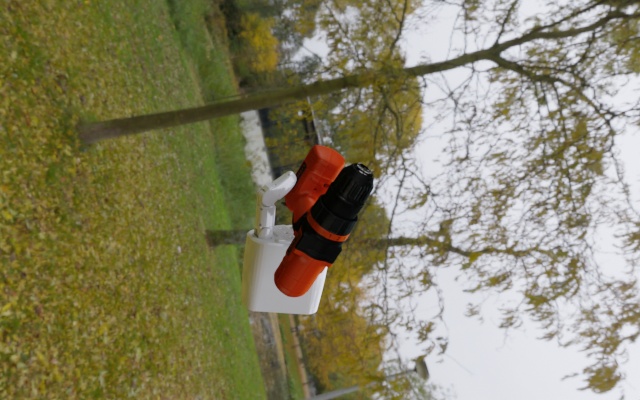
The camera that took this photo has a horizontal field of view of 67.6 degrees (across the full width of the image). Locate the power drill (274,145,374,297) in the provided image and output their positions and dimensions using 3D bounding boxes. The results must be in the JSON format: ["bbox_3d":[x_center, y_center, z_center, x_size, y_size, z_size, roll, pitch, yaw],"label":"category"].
[{"bbox_3d":[0.000,0.002,0.595,0.057,0.184,0.187,27,26,-14],"label":"power drill"}]
